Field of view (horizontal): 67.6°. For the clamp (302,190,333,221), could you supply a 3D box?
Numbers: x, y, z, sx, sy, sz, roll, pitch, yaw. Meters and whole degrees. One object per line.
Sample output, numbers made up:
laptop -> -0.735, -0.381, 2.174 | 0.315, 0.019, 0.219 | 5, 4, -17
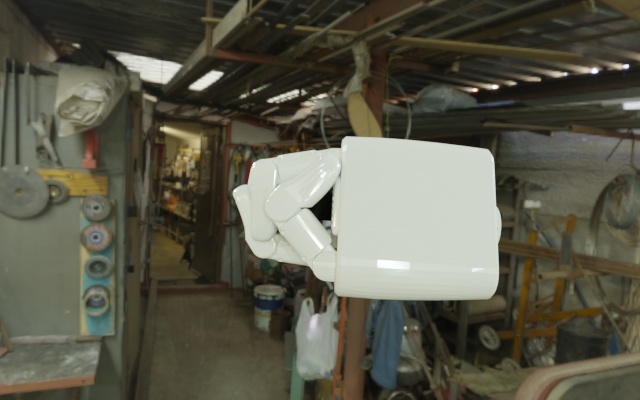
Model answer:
clamp -> 0.000, 0.001, 0.442 | 0.120, 0.039, 0.171 | 3, 4, 1
